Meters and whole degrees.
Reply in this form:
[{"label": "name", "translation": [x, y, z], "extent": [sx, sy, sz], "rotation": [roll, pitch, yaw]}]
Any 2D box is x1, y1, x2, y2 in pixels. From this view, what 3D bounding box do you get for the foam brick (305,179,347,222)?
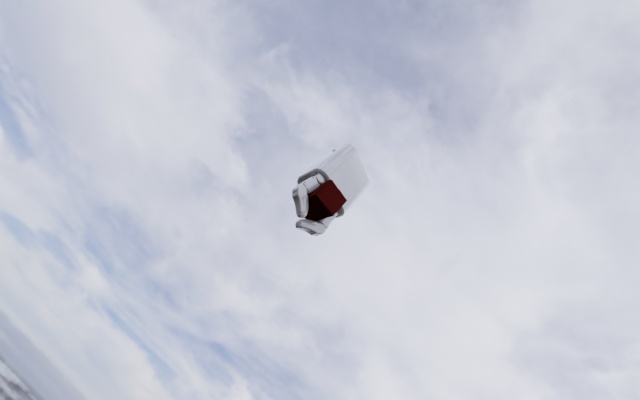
[{"label": "foam brick", "translation": [0.000, 0.003, 0.896], "extent": [0.051, 0.053, 0.078], "rotation": [-44, 13, -35]}]
